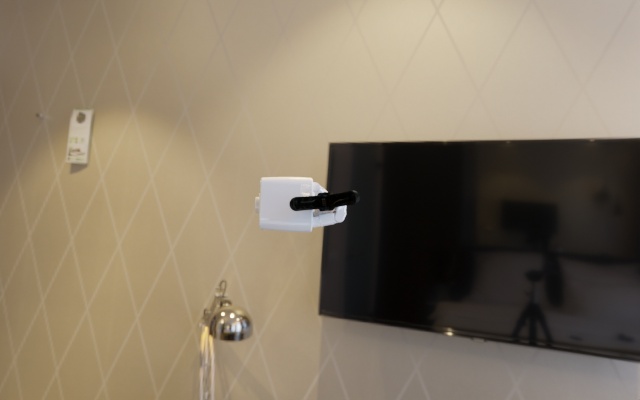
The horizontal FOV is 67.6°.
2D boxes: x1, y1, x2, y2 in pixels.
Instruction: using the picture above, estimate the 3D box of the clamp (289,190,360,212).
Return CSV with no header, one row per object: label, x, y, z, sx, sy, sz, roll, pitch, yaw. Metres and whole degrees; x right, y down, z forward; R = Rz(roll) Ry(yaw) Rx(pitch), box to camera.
clamp,0.000,0.002,0.886,0.120,0.039,0.171,0,-4,-6
